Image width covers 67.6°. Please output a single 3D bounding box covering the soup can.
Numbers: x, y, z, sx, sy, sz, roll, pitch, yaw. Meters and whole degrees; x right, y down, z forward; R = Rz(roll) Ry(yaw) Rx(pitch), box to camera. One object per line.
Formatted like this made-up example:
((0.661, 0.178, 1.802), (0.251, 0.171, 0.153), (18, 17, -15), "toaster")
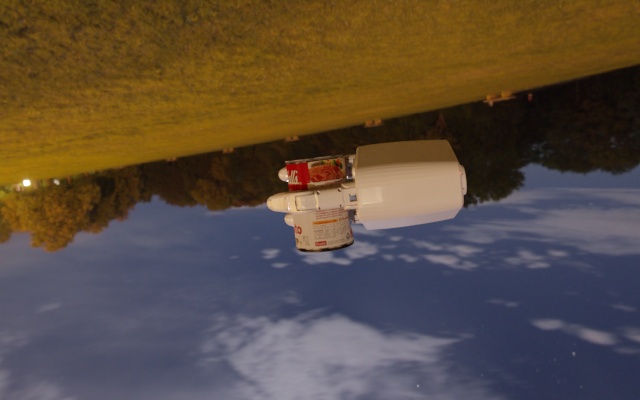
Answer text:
((0.000, 0.002, 0.539), (0.068, 0.102, 0.068), (-7, 6, 1), "soup can")
